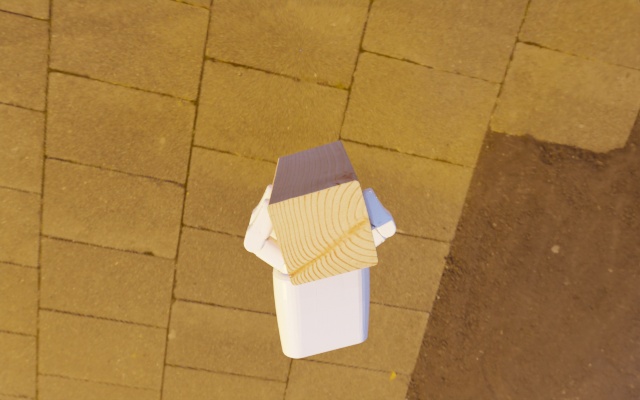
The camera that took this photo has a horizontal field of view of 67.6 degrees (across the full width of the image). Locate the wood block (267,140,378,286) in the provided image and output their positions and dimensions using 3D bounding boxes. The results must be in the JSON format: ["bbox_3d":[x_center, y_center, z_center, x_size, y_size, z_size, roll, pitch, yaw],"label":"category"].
[{"bbox_3d":[0.000,0.002,0.548,0.091,0.090,0.206,-15,18,2],"label":"wood block"}]
